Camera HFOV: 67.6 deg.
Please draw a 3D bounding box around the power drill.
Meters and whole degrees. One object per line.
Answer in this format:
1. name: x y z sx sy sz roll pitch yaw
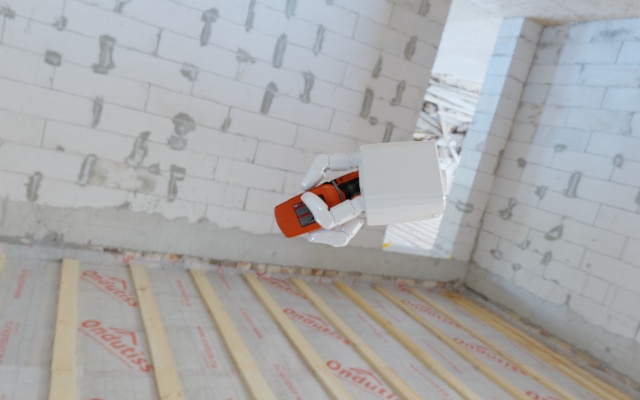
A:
1. power drill: 0.000 0.003 0.764 0.184 0.057 0.187 -24 4 24
